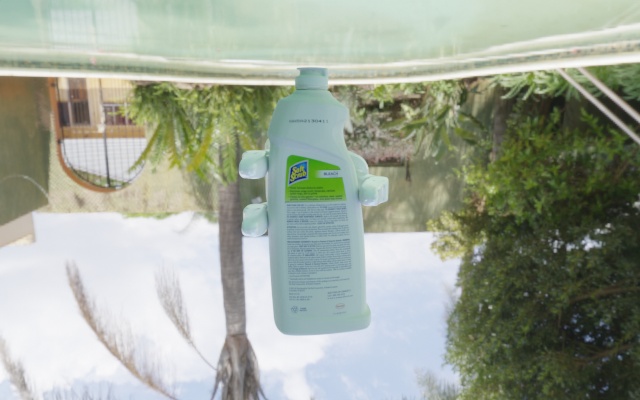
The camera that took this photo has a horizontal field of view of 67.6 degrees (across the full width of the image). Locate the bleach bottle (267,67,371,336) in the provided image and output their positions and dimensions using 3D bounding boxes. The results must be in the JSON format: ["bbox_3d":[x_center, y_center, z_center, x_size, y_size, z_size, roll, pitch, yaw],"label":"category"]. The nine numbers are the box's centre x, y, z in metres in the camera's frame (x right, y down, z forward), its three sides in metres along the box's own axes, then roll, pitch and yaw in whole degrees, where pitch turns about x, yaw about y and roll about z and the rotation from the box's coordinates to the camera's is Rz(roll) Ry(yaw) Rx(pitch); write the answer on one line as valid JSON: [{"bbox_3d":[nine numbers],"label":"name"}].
[{"bbox_3d":[0.000,0.002,0.463,0.102,0.251,0.068,-2,12,-12],"label":"bleach bottle"}]
